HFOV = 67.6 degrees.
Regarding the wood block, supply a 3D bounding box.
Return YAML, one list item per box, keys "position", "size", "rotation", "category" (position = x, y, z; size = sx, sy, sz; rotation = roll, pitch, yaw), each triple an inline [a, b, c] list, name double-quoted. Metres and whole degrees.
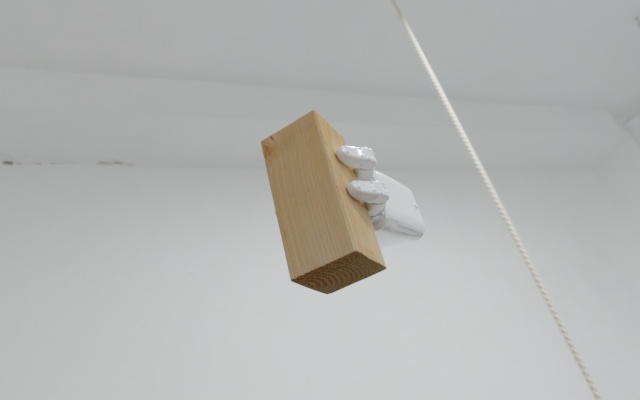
- position: [0.000, 0.002, 0.614]
  size: [0.091, 0.206, 0.090]
  rotation: [-28, -32, 20]
  category: "wood block"
